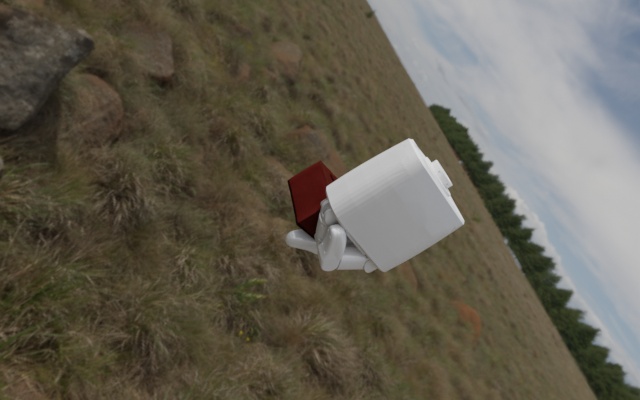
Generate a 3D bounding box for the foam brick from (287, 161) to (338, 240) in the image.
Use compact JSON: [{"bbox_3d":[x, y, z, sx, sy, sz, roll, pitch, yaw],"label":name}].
[{"bbox_3d":[0.000,0.002,0.576,0.051,0.078,0.053,-32,-46,17],"label":"foam brick"}]
